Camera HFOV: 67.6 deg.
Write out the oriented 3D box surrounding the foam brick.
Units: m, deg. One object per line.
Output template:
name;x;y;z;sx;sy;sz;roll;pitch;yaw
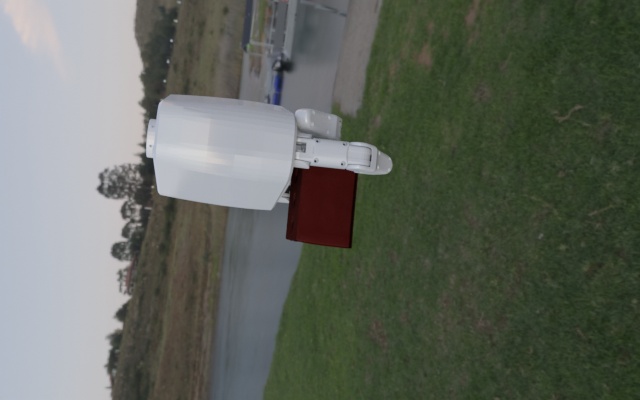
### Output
foam brick;0.000;0.002;0.434;0.051;0.078;0.053;6;-3;-15
